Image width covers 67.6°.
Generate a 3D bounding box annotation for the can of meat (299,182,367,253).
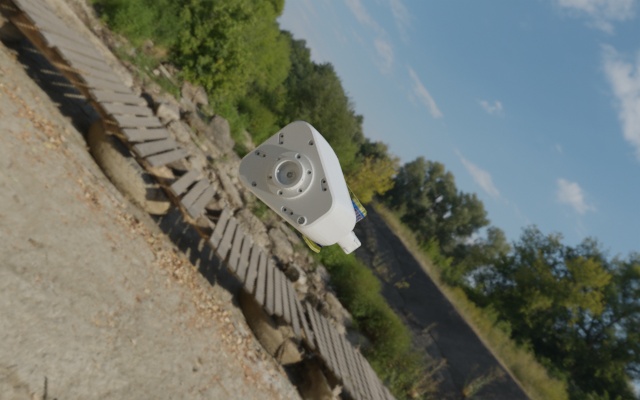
[{"bbox_3d":[0.000,0.002,0.628,0.084,0.102,0.057,-36,-22,4],"label":"can of meat"}]
